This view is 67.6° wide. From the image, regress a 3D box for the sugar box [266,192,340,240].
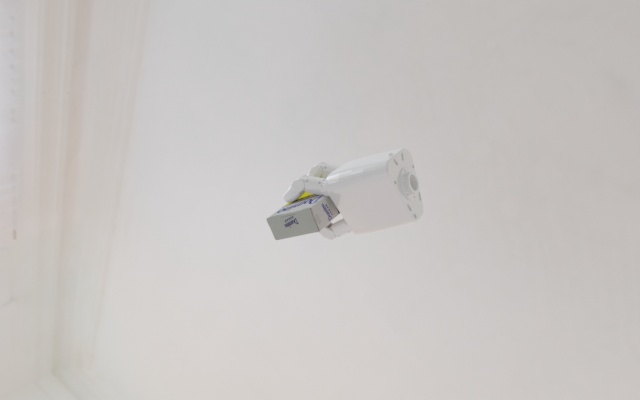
[{"bbox_3d":[0.000,0.002,0.784,0.093,0.048,0.176,-14,13,36],"label":"sugar box"}]
